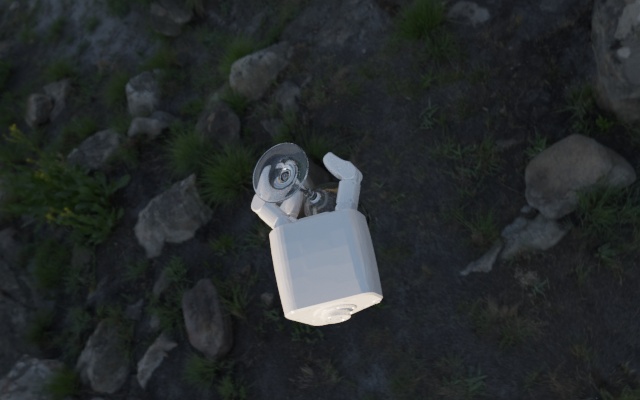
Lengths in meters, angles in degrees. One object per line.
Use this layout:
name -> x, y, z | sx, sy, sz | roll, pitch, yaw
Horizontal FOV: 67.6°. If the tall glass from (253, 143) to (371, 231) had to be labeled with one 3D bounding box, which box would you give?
tall glass -> 0.000, 0.002, 0.624 | 0.079, 0.079, 0.201 | 0, -20, 30
